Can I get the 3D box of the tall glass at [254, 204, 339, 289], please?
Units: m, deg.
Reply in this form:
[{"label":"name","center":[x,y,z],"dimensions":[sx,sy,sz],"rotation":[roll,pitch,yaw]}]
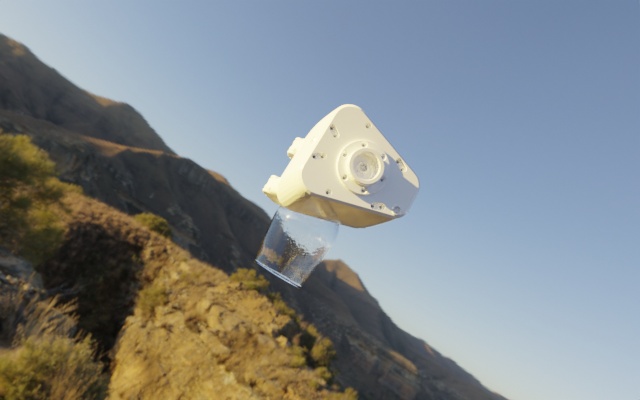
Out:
[{"label":"tall glass","center":[0.000,0.001,0.567],"dimensions":[0.079,0.201,0.079],"rotation":[29,-12,7]}]
